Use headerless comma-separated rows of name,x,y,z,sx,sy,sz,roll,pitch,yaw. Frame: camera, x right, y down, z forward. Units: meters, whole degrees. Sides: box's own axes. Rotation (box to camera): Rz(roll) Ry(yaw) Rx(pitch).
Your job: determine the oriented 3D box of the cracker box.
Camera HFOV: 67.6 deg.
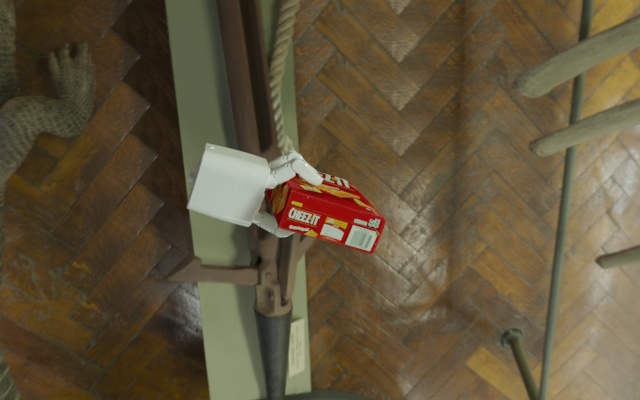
cracker box,0.000,0.003,0.823,0.164,0.072,0.213,17,14,-16
